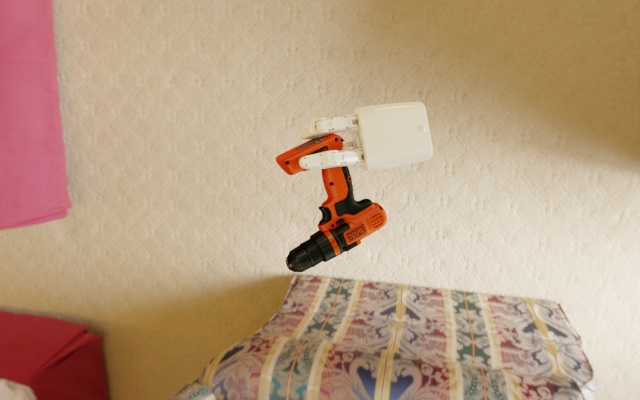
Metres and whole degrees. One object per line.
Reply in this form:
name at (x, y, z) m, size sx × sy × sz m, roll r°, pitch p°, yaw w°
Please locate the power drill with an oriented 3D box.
power drill at (0.000, 0.002, 0.754) m, size 0.184 × 0.188 × 0.057 m, roll -29°, pitch 21°, yaw -16°
